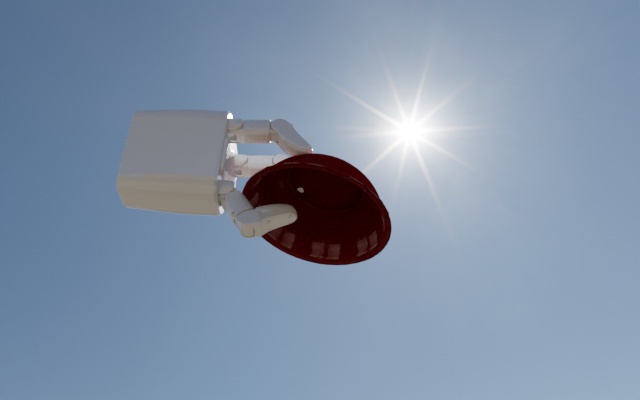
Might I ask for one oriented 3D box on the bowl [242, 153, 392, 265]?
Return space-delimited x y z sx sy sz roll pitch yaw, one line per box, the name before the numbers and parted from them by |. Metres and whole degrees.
bowl | 0.001 0.002 0.517 0.162 0.055 0.162 11 -41 9
